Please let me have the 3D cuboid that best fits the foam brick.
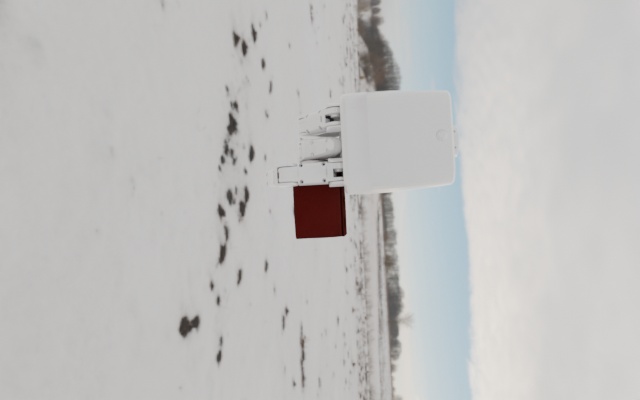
[{"bbox_3d":[0.000,0.002,0.509,0.051,0.078,0.053,-3,-2,5],"label":"foam brick"}]
